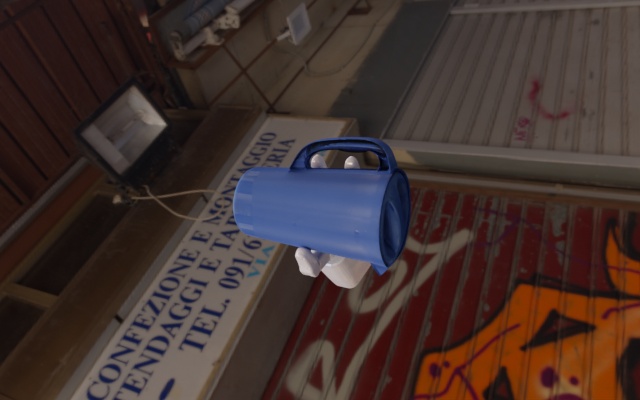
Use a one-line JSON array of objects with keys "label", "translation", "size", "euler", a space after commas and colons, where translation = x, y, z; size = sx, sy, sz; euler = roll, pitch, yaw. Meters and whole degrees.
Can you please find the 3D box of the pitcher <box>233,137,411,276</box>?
[{"label": "pitcher", "translation": [0.000, 0.002, 0.685], "size": [0.243, 0.149, 0.145], "euler": [7, -28, 26]}]
